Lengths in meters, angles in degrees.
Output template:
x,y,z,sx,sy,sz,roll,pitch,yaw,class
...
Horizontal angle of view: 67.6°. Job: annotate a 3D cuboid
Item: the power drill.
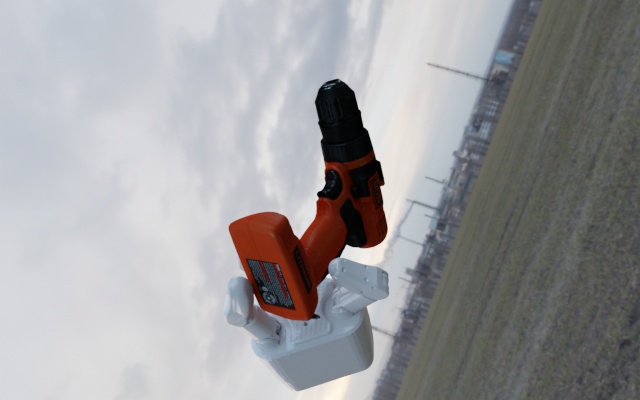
x,y,z,sx,sy,sz,roll,pitch,yaw,class
0.000,0.002,0.442,0.057,0.184,0.187,2,32,36,power drill
